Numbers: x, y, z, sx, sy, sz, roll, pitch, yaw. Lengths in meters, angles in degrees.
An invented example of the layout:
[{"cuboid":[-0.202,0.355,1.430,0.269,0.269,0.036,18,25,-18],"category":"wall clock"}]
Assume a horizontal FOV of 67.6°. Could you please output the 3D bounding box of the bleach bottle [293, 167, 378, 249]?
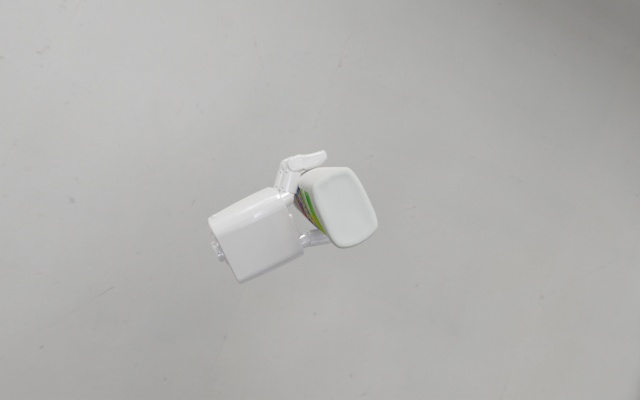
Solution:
[{"cuboid":[0.000,0.002,0.706,0.068,0.102,0.251,-26,8,-11],"category":"bleach bottle"}]
